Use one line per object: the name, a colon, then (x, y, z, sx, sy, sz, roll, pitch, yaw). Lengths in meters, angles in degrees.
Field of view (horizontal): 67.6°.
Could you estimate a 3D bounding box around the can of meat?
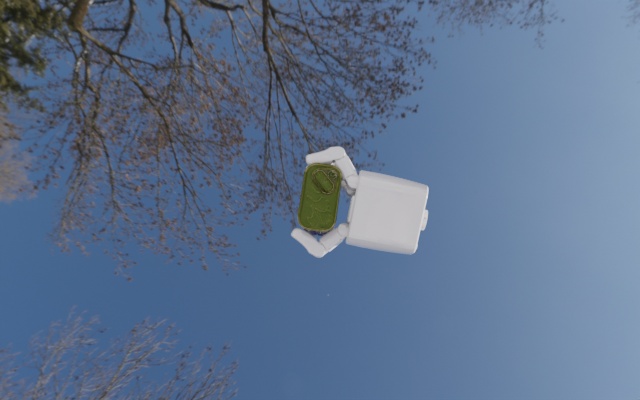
can of meat: (0.000, 0.003, 0.740, 0.057, 0.102, 0.084, 7, -11, 3)
